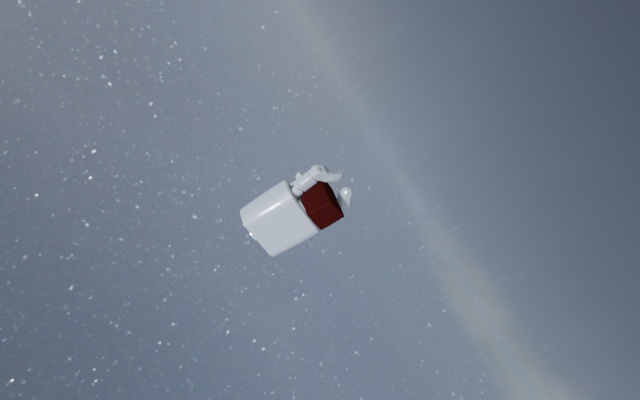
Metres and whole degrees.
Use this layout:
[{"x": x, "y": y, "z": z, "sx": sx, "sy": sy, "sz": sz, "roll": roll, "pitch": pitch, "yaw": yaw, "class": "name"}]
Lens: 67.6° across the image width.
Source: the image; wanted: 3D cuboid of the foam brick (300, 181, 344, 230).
[{"x": 0.000, "y": 0.003, "z": 0.855, "sx": 0.051, "sy": 0.078, "sz": 0.053, "roll": -31, "pitch": -44, "yaw": 9, "class": "foam brick"}]
